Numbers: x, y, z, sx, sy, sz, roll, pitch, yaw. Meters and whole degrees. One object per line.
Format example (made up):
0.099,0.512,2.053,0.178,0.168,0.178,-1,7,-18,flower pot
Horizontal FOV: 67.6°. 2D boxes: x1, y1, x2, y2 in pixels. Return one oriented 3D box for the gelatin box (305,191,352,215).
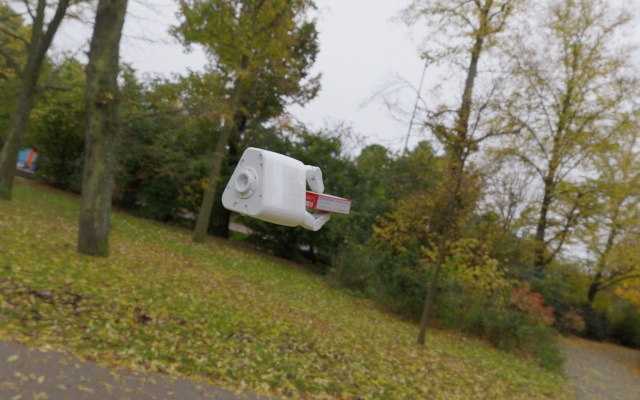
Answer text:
0.000,0.002,0.877,0.089,0.030,0.073,10,3,-42,gelatin box
